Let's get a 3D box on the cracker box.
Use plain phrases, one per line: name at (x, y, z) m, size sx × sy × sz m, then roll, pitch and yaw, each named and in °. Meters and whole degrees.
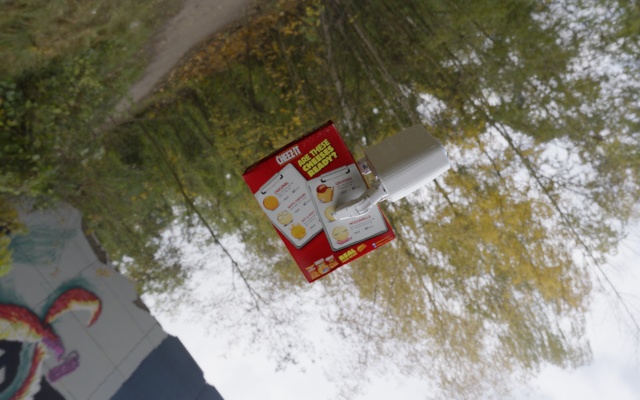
cracker box at (0.000, 0.003, 0.776) m, size 0.164 × 0.214 × 0.072 m, roll -29°, pitch 15°, yaw 6°
